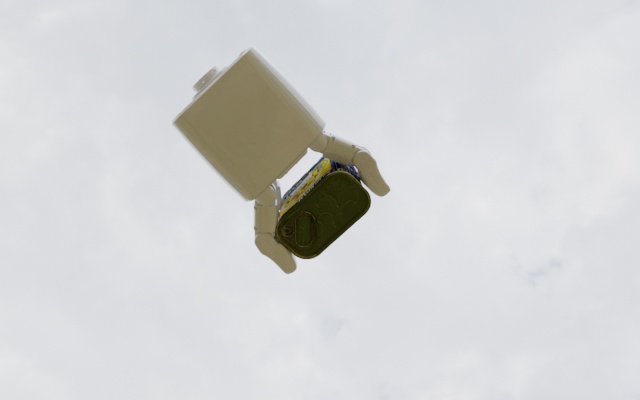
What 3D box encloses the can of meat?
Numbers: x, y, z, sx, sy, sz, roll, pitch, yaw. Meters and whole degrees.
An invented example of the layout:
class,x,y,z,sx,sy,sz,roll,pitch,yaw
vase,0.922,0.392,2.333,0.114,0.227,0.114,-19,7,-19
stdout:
class,x,y,z,sx,sy,sz,roll,pitch,yaw
can of meat,0.000,0.002,0.518,0.057,0.102,0.084,43,14,-18
